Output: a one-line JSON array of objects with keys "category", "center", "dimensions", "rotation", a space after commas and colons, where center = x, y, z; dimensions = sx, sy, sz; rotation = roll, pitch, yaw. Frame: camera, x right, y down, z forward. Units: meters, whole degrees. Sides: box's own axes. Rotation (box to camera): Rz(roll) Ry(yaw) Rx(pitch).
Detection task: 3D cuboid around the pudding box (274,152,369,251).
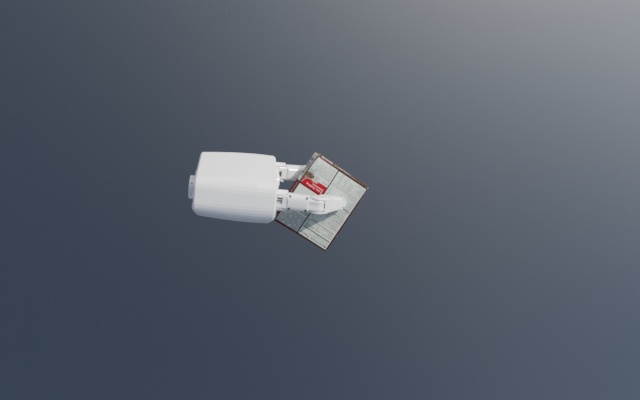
[{"category": "pudding box", "center": [0.000, 0.002, 0.681], "dimensions": [0.090, 0.113, 0.039], "rotation": [33, 6, -11]}]
